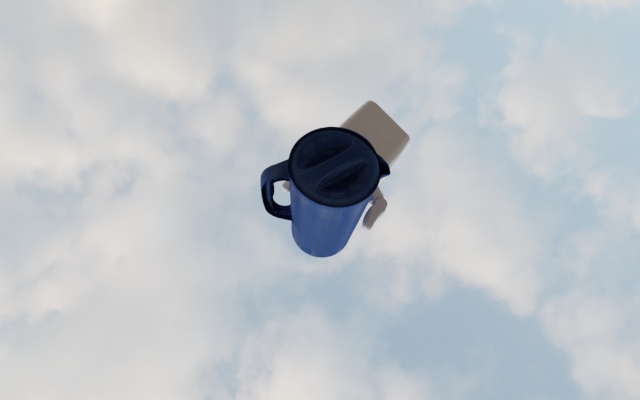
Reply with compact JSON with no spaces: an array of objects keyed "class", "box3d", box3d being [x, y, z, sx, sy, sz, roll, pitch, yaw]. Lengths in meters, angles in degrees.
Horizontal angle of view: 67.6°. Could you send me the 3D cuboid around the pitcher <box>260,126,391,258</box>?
[{"class":"pitcher","box3d":[0.000,0.002,0.769,0.149,0.145,0.243,36,-25,13]}]
